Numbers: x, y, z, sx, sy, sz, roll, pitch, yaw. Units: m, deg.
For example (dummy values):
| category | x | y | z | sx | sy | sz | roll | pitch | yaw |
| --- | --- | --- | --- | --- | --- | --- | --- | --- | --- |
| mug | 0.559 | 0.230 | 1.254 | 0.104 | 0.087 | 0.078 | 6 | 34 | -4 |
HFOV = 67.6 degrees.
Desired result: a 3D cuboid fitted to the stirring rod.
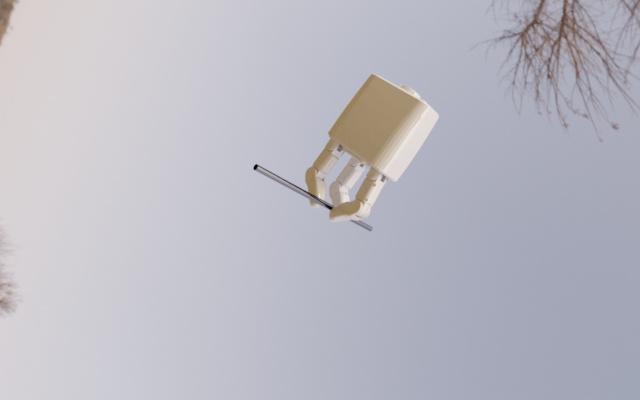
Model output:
| category | x | y | z | sx | sy | sz | roll | pitch | yaw |
| --- | --- | --- | --- | --- | --- | --- | --- | --- | --- |
| stirring rod | 0.000 | 0.002 | 0.643 | 0.011 | 0.011 | 0.239 | 0 | -20 | 42 |
